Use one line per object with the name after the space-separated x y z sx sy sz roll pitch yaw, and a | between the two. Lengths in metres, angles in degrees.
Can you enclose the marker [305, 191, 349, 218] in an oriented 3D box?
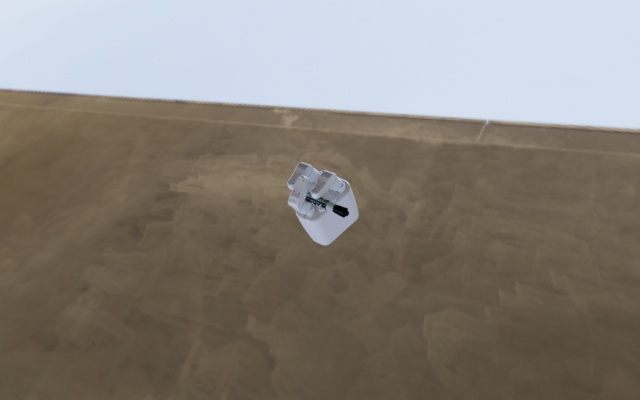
0.000 0.003 0.864 0.121 0.020 0.020 23 12 30 | marker
